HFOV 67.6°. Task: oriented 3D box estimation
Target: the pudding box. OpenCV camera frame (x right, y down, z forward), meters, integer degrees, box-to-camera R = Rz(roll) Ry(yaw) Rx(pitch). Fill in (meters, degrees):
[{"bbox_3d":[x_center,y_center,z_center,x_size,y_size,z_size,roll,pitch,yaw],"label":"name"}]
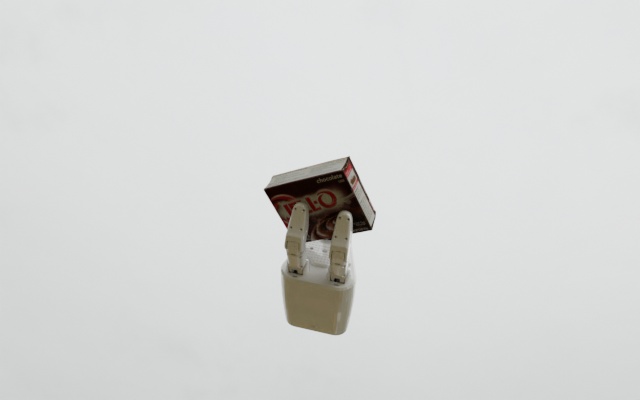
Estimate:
[{"bbox_3d":[0.000,0.002,0.585,0.113,0.090,0.039,-14,31,26],"label":"pudding box"}]
